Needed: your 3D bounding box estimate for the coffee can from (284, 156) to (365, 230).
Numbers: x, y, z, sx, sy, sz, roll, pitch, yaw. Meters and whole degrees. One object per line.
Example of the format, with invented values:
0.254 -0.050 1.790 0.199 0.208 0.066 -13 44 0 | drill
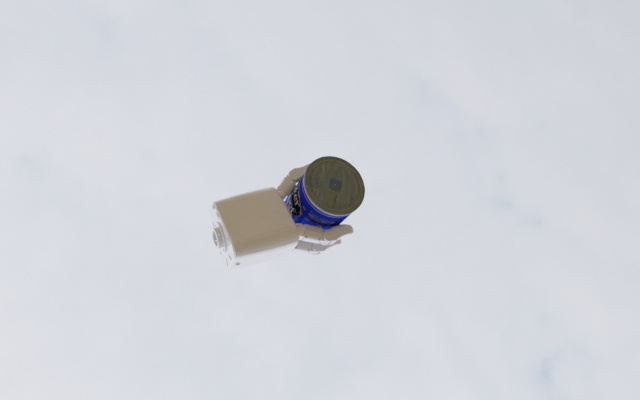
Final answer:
0.000 0.002 0.805 0.103 0.102 0.140 0 -23 -21 | coffee can
